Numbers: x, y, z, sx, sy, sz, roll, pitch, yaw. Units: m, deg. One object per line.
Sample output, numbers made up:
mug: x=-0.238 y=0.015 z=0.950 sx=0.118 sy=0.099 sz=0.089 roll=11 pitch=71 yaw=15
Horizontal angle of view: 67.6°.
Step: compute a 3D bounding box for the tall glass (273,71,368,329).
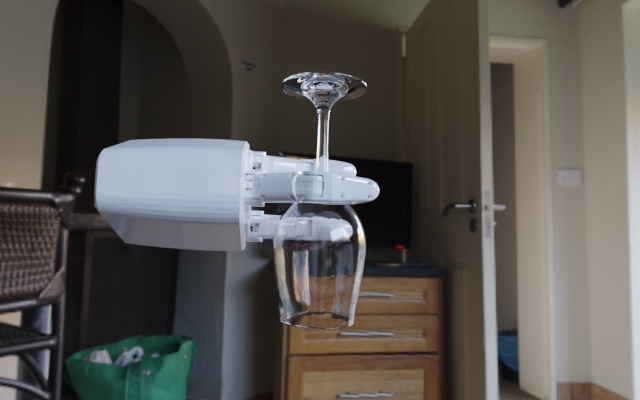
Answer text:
tall glass: x=0.000 y=0.001 z=0.402 sx=0.079 sy=0.201 sz=0.079 roll=1 pitch=-5 yaw=0
